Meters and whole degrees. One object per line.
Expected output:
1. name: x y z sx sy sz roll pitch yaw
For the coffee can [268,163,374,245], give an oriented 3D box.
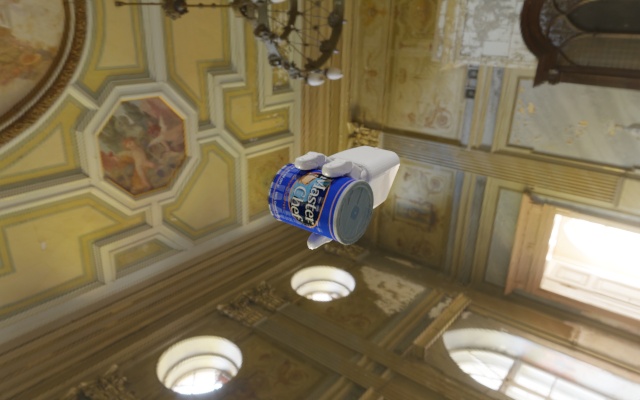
1. coffee can: 0.000 0.003 0.773 0.140 0.103 0.103 17 10 34
